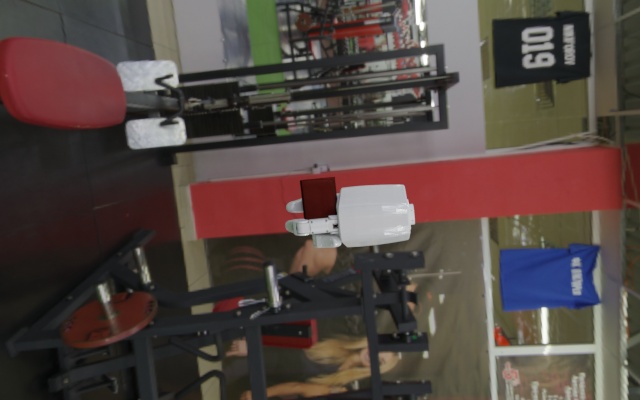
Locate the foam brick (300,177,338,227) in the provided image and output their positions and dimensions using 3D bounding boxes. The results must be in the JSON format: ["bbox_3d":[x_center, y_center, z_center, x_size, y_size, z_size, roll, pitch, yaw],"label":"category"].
[{"bbox_3d":[0.000,0.002,0.761,0.051,0.078,0.053,-5,6,8],"label":"foam brick"}]
